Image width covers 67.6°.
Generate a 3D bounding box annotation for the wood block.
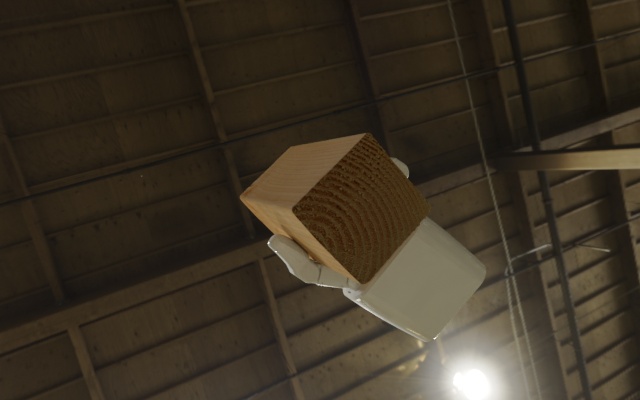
[{"bbox_3d":[0.000,0.002,0.471,0.090,0.091,0.206,47,-13,-16],"label":"wood block"}]
